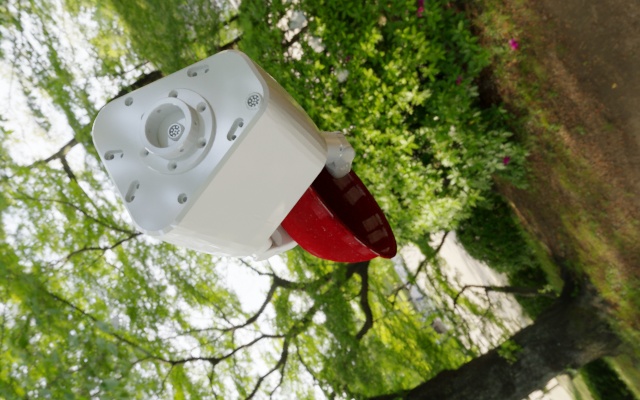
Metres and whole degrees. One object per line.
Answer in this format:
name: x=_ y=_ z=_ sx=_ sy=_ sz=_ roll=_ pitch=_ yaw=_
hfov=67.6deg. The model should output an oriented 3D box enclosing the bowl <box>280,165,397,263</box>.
bowl: x=0.000 y=0.002 z=0.445 sx=0.055 sy=0.162 sz=0.162 roll=-40 pitch=-14 yaw=17
